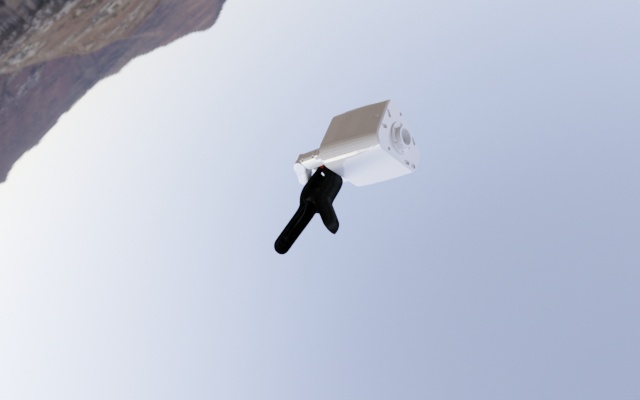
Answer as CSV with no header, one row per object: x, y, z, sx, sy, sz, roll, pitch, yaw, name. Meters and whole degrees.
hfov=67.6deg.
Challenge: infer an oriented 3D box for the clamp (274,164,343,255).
0.000,0.003,0.720,0.120,0.171,0.039,-12,-46,41,clamp
